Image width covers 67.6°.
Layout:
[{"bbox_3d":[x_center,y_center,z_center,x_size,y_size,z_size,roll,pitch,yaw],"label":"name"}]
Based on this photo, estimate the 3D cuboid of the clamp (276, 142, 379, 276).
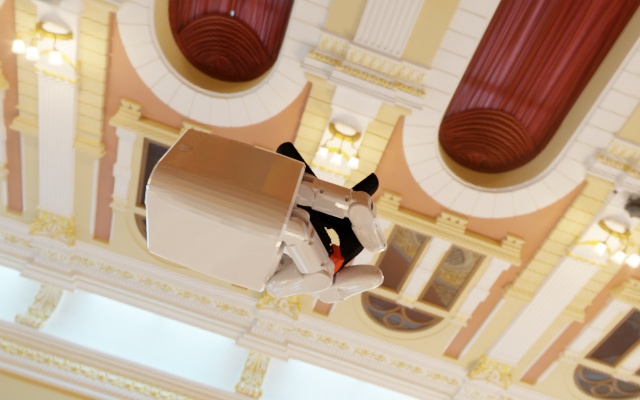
[{"bbox_3d":[0.000,0.002,0.473,0.120,0.039,0.171,19,33,-4],"label":"clamp"}]
